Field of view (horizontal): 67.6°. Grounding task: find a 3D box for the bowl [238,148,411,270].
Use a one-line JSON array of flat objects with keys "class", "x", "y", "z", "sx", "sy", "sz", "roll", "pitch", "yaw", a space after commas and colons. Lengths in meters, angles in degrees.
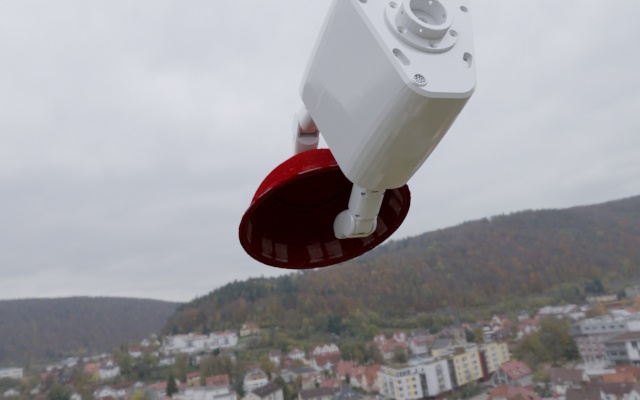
[{"class": "bowl", "x": -0.001, "y": 0.002, "z": 0.453, "sx": 0.162, "sy": 0.055, "sz": 0.162, "roll": -11, "pitch": -36, "yaw": -8}]
